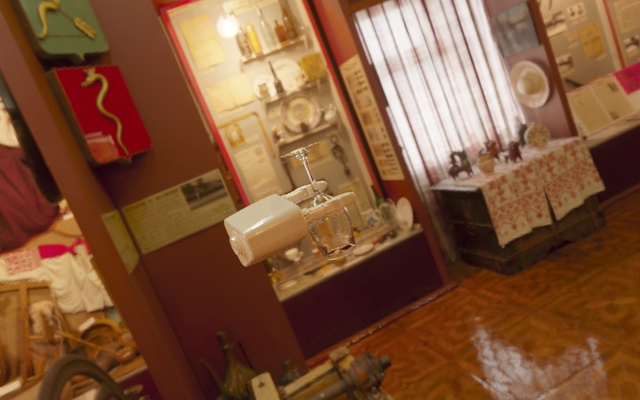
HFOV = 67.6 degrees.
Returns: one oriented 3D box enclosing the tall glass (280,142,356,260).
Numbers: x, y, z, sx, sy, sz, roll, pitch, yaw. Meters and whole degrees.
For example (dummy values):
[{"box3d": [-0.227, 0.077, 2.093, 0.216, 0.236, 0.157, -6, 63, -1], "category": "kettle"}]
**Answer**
[{"box3d": [0.000, 0.002, 0.848, 0.079, 0.201, 0.079, -21, 9, 3], "category": "tall glass"}]
